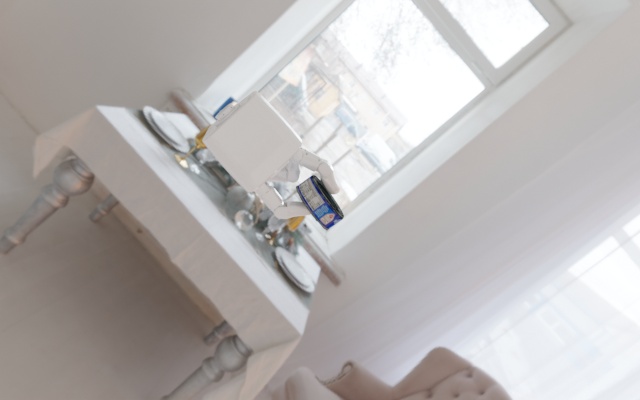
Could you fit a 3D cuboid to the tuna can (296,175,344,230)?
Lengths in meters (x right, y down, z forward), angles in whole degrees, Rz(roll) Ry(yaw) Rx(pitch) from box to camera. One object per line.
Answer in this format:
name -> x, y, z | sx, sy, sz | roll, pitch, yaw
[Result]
tuna can -> 0.001, 0.002, 0.748 | 0.034, 0.086, 0.086 | -35, -6, 8
